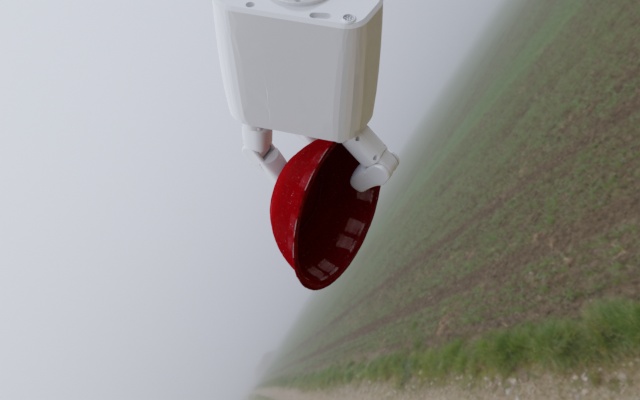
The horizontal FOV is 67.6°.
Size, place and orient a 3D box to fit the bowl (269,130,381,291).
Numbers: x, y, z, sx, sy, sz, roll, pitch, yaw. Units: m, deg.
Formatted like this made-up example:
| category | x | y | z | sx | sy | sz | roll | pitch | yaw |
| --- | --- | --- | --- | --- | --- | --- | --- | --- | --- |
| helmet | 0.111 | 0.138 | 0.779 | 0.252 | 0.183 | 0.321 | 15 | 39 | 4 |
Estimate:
| category | x | y | z | sx | sy | sz | roll | pitch | yaw |
| --- | --- | --- | --- | --- | --- | --- | --- | --- | --- |
| bowl | 0.000 | 0.002 | 0.463 | 0.055 | 0.162 | 0.162 | 19 | 9 | 28 |
